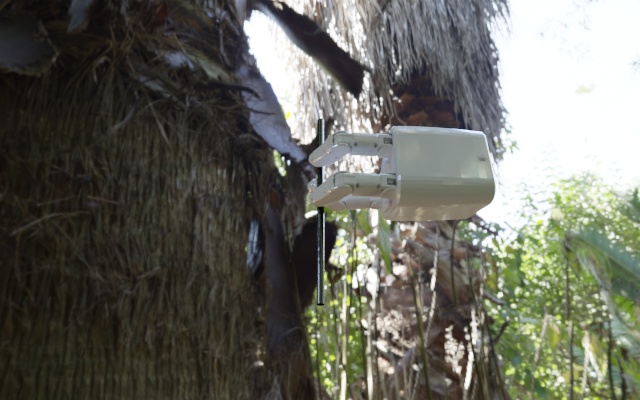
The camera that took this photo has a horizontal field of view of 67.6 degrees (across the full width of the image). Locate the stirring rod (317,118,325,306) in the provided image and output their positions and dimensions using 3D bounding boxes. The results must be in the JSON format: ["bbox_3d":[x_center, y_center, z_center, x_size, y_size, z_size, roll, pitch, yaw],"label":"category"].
[{"bbox_3d":[0.000,0.002,0.542,0.011,0.239,0.011,0,-31,0],"label":"stirring rod"}]
